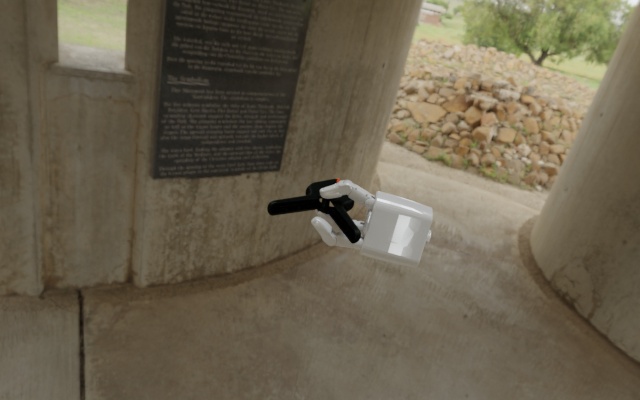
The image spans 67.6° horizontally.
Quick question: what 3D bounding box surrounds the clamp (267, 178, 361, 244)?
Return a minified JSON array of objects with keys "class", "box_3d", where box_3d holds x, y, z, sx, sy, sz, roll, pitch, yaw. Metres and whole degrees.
[{"class":"clamp","box_3d":[0.001,0.002,0.876,0.164,0.036,0.210,17,24,1]}]
